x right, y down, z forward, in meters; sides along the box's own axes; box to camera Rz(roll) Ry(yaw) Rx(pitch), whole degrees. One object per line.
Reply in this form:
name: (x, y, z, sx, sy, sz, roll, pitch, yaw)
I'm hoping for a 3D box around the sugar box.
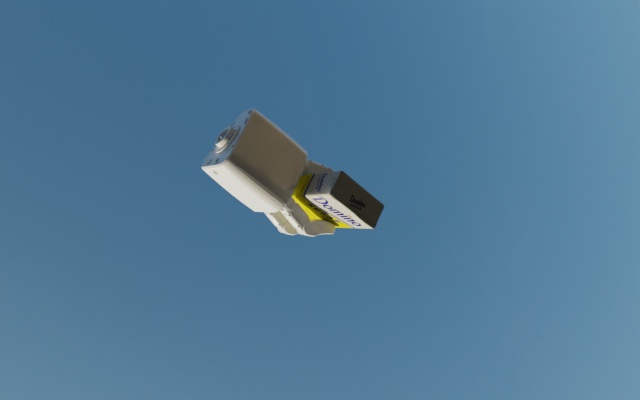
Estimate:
sugar box: (0.000, 0.003, 0.712, 0.093, 0.048, 0.176, 37, -20, -29)
